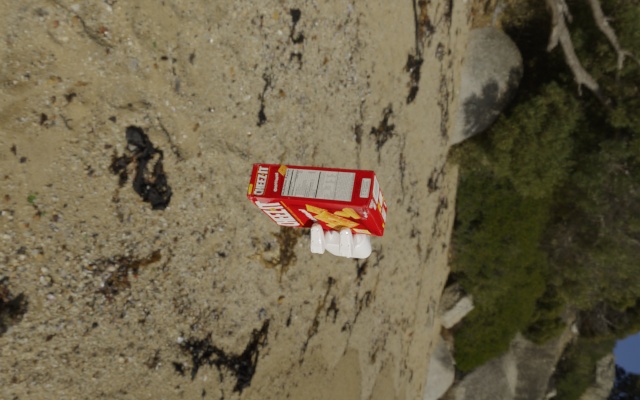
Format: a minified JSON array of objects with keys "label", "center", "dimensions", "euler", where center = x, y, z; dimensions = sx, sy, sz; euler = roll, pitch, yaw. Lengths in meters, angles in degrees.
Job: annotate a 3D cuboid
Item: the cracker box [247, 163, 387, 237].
[{"label":"cracker box","center":[0.000,0.003,0.846],"dimensions":[0.213,0.072,0.164],"euler":[4,-19,17]}]
